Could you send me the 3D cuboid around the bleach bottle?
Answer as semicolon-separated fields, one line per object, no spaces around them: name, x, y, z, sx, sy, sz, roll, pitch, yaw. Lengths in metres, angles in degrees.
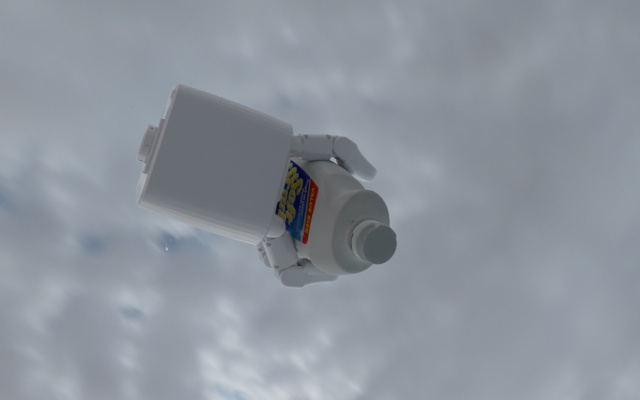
bleach bottle;0.000;0.002;0.453;0.068;0.102;0.250;19;3;-24
